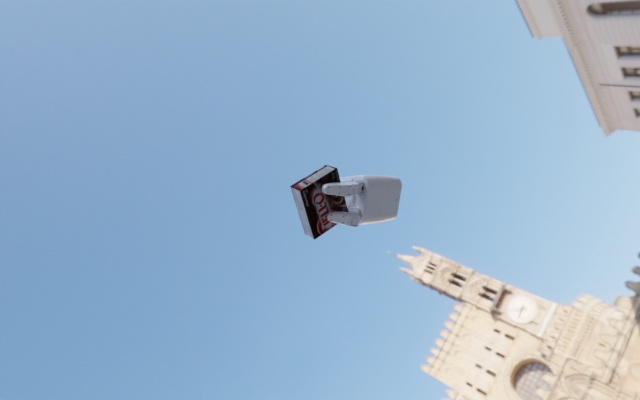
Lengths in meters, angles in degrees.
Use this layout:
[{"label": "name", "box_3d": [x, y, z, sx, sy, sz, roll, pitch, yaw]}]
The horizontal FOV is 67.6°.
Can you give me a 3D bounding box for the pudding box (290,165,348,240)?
[{"label": "pudding box", "box_3d": [0.000, 0.003, 0.893, 0.090, 0.113, 0.039, -33, 33, -27]}]
